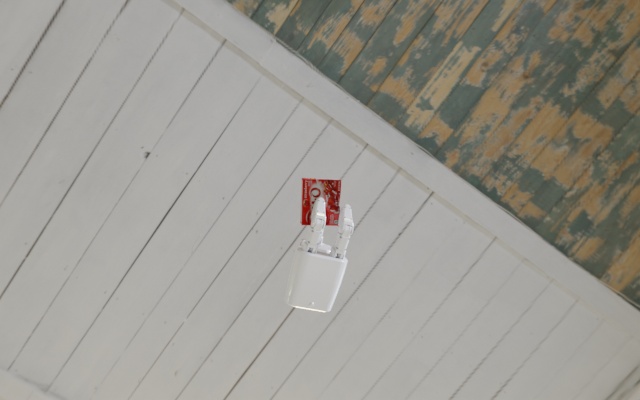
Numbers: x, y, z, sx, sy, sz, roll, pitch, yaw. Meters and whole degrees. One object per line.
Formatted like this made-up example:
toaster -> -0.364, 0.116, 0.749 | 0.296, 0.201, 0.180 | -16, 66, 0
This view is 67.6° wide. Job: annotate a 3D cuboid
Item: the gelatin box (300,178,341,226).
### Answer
gelatin box -> 0.000, 0.003, 0.896 | 0.073, 0.089, 0.030 | 2, 6, -7
